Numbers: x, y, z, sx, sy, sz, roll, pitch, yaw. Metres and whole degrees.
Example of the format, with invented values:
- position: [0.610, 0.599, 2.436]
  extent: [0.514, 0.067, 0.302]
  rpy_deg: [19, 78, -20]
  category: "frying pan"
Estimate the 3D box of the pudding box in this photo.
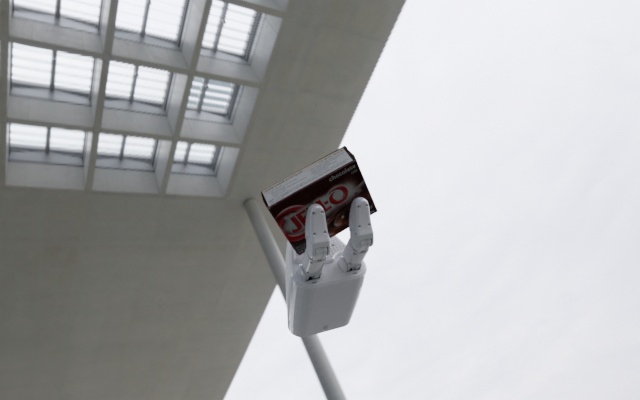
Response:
- position: [0.000, 0.002, 0.554]
  extent: [0.113, 0.090, 0.039]
  rpy_deg: [-31, 44, -3]
  category: "pudding box"
